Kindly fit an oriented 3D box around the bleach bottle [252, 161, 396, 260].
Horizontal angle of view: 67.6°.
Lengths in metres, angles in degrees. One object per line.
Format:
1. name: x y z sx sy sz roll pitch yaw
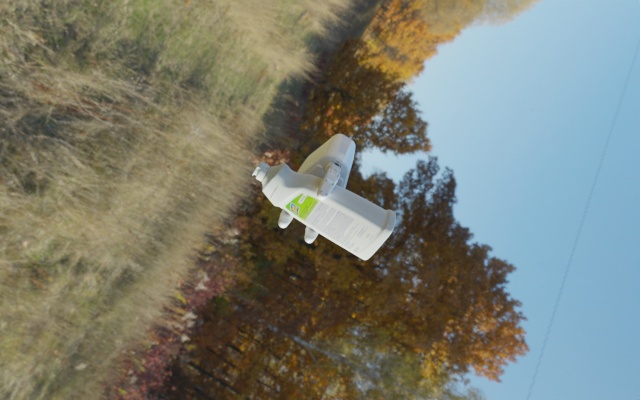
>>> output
1. bleach bottle: 0.000 0.003 0.833 0.251 0.103 0.068 31 34 -6
